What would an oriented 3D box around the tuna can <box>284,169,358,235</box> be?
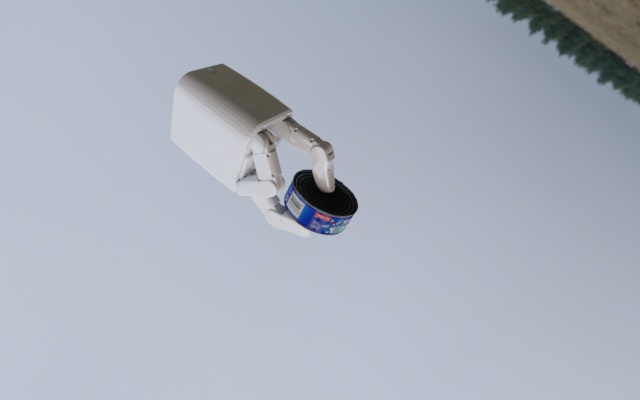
[{"bbox_3d":[0.000,0.002,0.574,0.086,0.034,0.086,21,32,-14],"label":"tuna can"}]
